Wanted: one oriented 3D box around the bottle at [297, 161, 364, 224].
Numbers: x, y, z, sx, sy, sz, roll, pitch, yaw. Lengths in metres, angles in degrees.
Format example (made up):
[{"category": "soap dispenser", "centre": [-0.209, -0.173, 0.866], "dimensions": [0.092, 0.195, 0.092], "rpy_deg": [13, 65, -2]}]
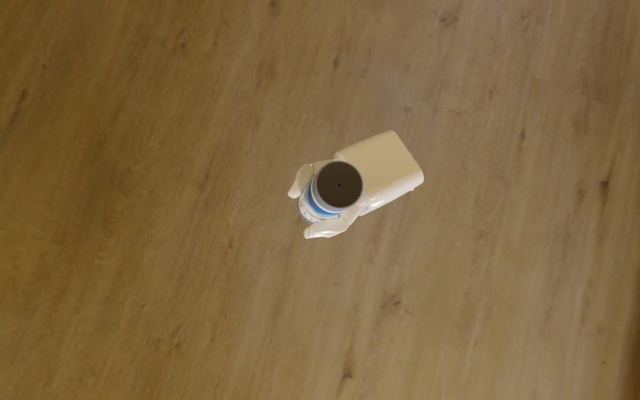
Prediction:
[{"category": "bottle", "centre": [0.000, 0.003, 0.776], "dimensions": [0.069, 0.069, 0.296], "rpy_deg": [0, -9, -10]}]
